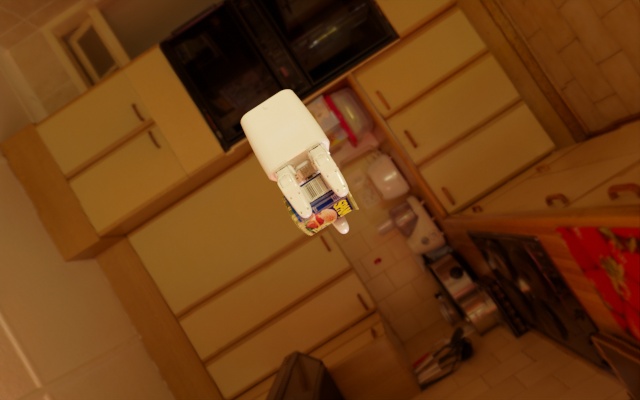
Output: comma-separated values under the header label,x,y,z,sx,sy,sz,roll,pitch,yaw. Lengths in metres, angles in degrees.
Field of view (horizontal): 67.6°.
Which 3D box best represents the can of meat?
label,x,y,z,sx,sy,sz,roll,pitch,yaw
can of meat,0.000,0.002,0.677,0.084,0.057,0.102,-32,-18,2
